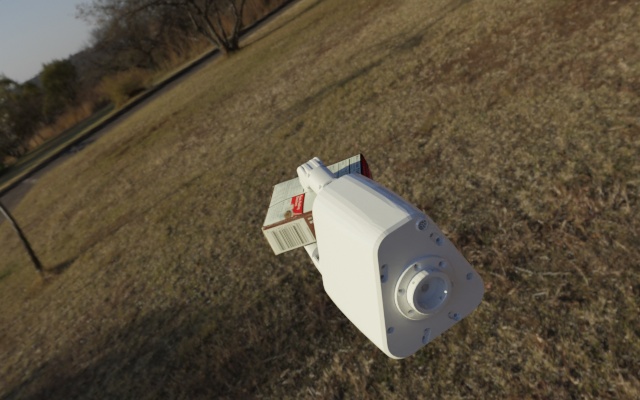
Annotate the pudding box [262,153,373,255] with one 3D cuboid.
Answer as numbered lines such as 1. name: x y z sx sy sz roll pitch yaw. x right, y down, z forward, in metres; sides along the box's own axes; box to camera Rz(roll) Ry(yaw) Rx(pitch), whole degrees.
1. pudding box: 0.000 0.002 0.501 0.113 0.039 0.090 -18 28 14
